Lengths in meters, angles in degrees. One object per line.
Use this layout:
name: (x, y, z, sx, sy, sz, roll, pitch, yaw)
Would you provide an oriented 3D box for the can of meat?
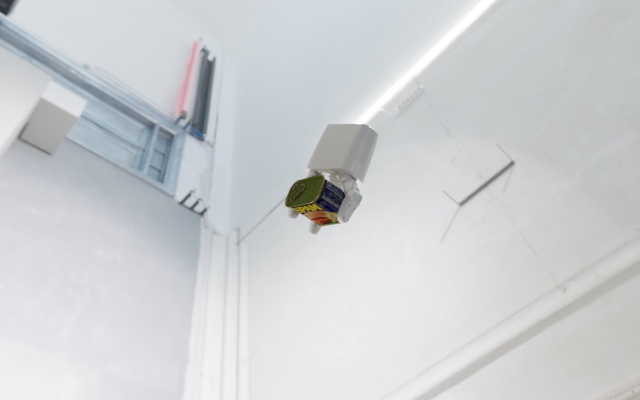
can of meat: (0.000, 0.003, 0.856, 0.084, 0.057, 0.102, 33, -26, -30)
